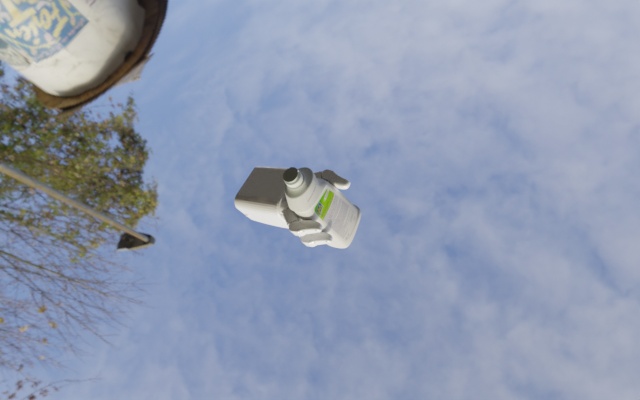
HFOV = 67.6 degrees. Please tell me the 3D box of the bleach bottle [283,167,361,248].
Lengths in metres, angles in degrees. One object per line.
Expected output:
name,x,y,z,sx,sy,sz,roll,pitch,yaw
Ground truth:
bleach bottle,0.000,0.003,0.896,0.068,0.102,0.251,10,-21,28
